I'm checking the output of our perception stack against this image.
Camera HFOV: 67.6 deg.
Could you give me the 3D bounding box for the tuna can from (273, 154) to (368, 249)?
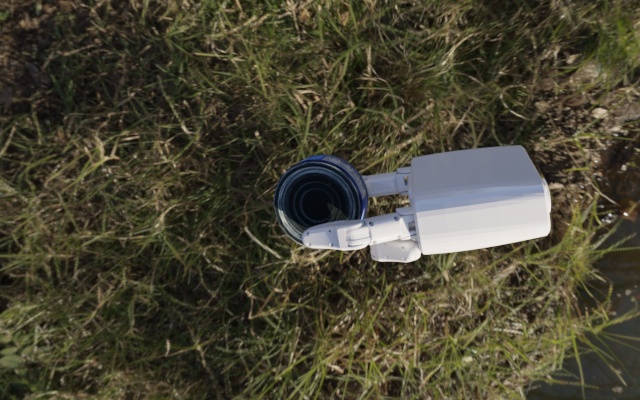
[{"bbox_3d":[0.000,0.002,0.447,0.086,0.086,0.033,0,14,15],"label":"tuna can"}]
